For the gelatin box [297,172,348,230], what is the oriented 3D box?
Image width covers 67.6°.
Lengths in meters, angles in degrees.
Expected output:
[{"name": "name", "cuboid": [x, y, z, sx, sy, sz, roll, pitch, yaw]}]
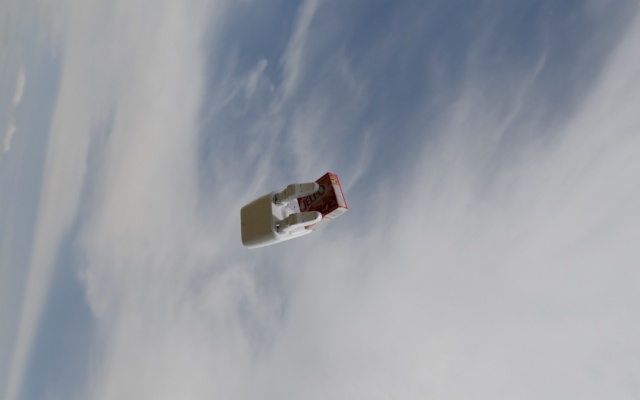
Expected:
[{"name": "gelatin box", "cuboid": [0.001, 0.003, 0.864, 0.089, 0.073, 0.030, -33, -30, 32]}]
